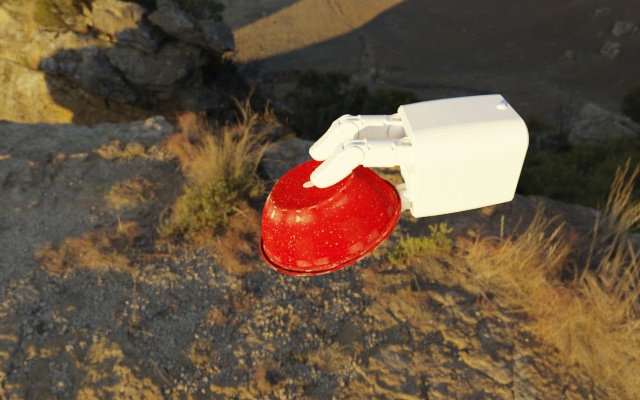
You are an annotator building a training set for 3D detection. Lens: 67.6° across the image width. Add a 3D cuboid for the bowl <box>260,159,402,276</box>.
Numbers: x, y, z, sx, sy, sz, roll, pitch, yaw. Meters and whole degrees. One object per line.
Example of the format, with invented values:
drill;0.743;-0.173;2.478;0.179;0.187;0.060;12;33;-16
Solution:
bowl;-0.001;0.002;0.500;0.162;0.055;0.162;-17;33;12
